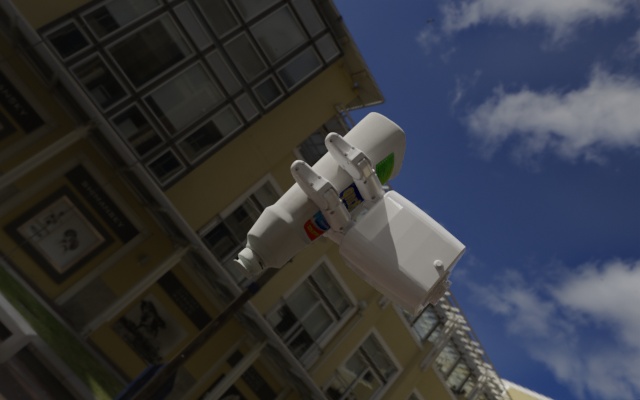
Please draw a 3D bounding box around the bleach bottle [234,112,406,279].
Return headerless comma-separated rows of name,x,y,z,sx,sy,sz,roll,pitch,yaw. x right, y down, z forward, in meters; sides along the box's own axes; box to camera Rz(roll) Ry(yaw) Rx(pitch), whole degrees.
bleach bottle,0.000,0.002,0.571,0.068,0.250,0.103,38,-26,21
